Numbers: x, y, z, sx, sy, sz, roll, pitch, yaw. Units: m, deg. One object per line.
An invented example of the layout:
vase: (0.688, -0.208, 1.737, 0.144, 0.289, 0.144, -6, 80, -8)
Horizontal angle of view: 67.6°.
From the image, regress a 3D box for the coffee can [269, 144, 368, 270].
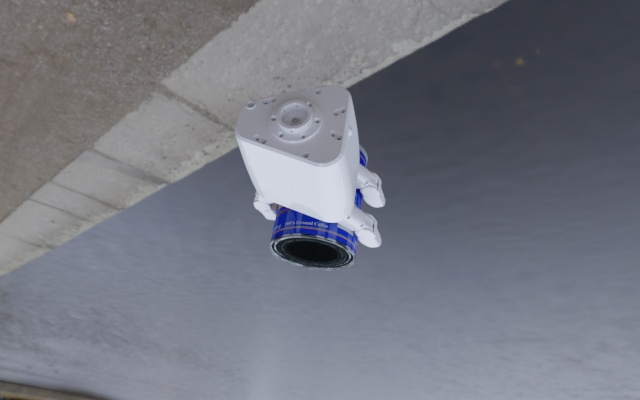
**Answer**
coffee can: (0.000, 0.002, 0.588, 0.103, 0.140, 0.103, 7, -27, 4)
